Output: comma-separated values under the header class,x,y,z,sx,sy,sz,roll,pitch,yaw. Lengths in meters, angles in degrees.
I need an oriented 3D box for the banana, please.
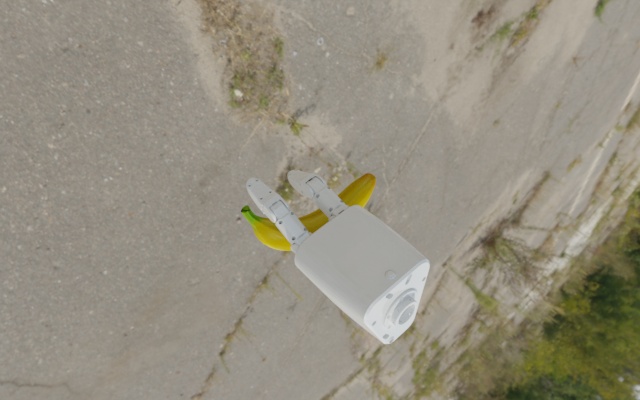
class,x,y,z,sx,sy,sz,roll,pitch,yaw
banana,-0.004,0.019,0.590,0.198,0.070,0.037,-17,34,-35
